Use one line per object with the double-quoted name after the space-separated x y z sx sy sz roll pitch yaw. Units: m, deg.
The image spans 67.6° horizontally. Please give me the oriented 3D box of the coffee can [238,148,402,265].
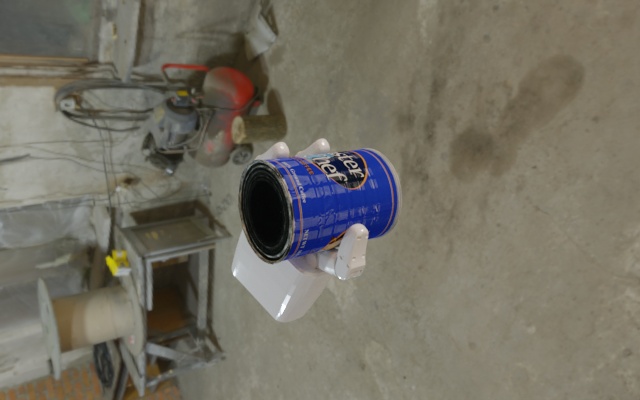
0.000 0.002 0.500 0.140 0.103 0.103 -10 6 -36 "coffee can"
